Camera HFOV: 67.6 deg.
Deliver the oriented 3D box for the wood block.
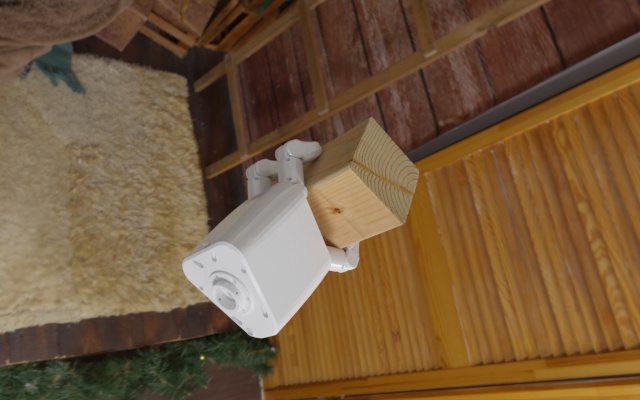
[{"bbox_3d":[0.000,0.002,0.563,0.206,0.090,0.091,-26,-62,41],"label":"wood block"}]
